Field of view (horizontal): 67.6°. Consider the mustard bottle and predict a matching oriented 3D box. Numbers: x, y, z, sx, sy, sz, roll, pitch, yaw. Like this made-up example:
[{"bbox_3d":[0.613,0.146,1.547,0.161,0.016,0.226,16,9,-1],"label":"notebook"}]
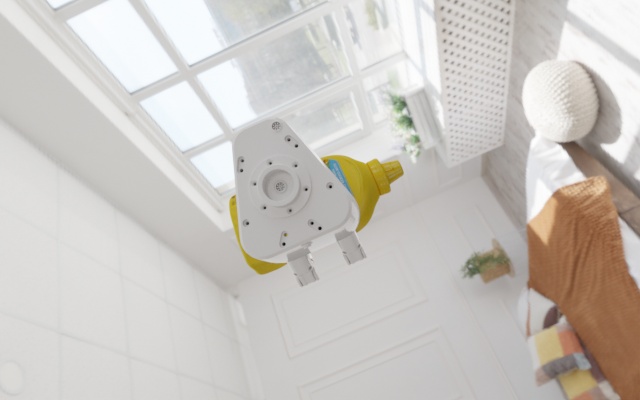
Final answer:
[{"bbox_3d":[0.000,0.002,0.524,0.191,0.096,0.058,-24,-32,3],"label":"mustard bottle"}]
